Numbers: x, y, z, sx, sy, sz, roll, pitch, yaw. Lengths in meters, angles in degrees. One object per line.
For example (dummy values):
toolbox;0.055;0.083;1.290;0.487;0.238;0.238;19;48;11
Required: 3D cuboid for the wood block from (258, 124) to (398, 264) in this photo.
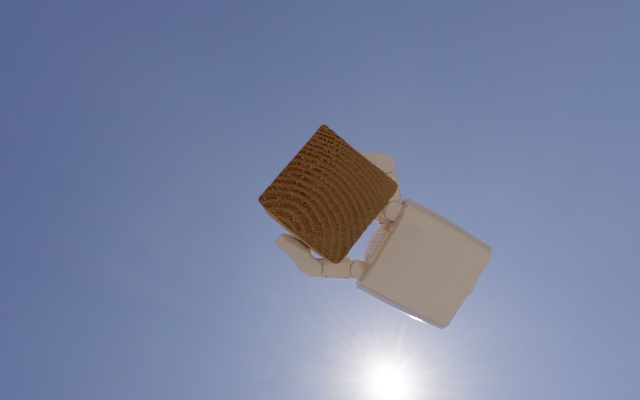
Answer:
wood block;0.000;0.002;0.509;0.090;0.091;0.206;39;-6;0
